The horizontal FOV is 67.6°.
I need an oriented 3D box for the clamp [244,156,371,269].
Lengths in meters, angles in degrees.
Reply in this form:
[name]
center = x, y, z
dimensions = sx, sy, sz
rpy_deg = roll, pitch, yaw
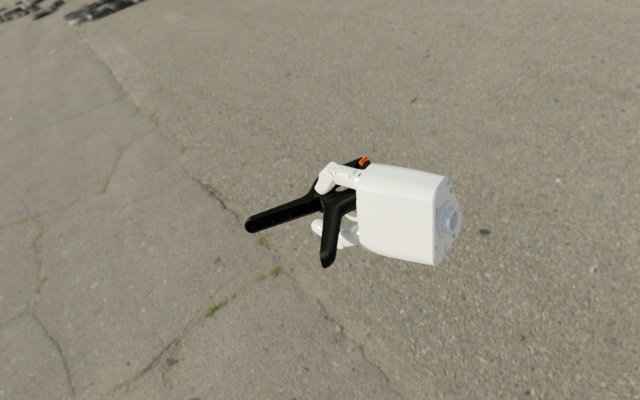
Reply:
[clamp]
center = 0.000, 0.001, 0.698
dimensions = 0.164, 0.036, 0.210
rpy_deg = 14, 47, 34
